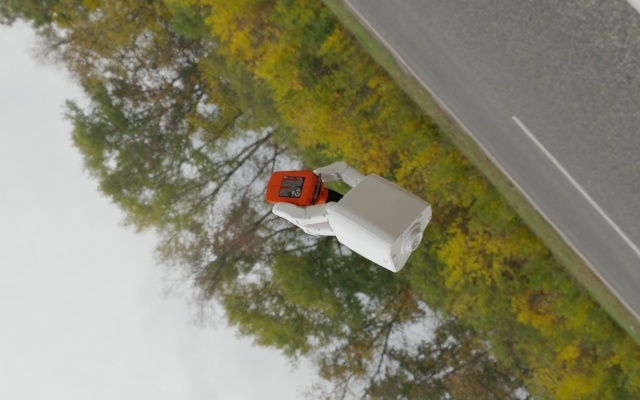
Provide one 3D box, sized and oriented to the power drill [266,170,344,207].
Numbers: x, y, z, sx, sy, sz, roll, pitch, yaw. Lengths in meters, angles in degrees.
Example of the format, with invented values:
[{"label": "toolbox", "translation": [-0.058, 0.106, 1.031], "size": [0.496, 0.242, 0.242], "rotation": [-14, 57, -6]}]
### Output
[{"label": "power drill", "translation": [0.000, 0.003, 0.816], "size": [0.184, 0.057, 0.188], "rotation": [1, -14, 44]}]
